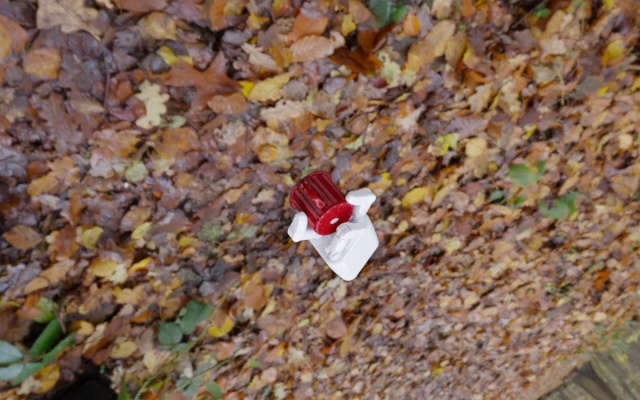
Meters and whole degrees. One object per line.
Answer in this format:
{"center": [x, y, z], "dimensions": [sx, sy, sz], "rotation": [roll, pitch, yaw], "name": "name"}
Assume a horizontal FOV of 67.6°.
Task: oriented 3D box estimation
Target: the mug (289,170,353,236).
{"center": [0.000, 0.002, 0.832], "dimensions": [0.093, 0.081, 0.117], "rotation": [-39, -32, -1], "name": "mug"}
